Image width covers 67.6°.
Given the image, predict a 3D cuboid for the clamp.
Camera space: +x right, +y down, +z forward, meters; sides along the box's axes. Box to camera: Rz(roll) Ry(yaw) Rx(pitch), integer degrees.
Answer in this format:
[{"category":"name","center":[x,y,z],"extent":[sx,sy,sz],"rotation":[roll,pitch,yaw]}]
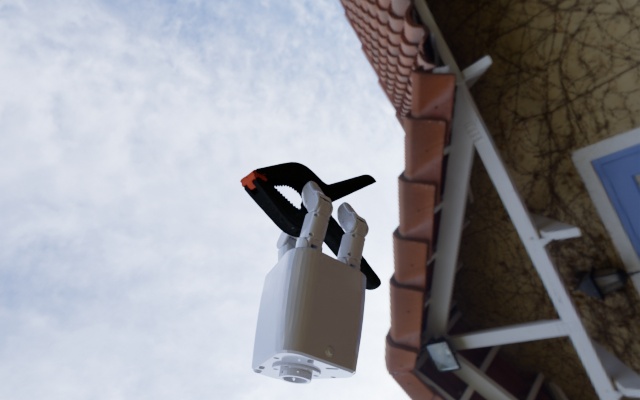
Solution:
[{"category":"clamp","center":[-0.001,0.002,0.586],"extent":[0.210,0.164,0.036],"rotation":[30,-41,-30]}]
